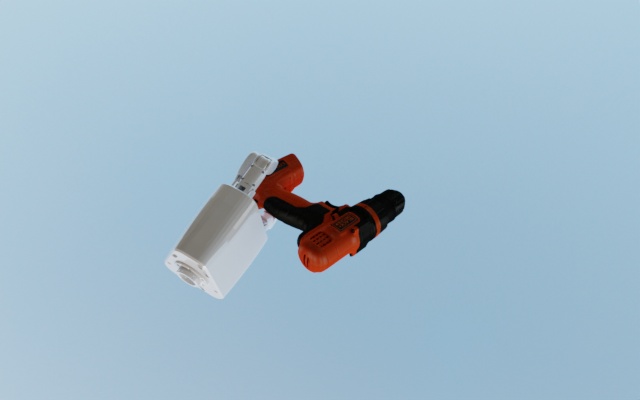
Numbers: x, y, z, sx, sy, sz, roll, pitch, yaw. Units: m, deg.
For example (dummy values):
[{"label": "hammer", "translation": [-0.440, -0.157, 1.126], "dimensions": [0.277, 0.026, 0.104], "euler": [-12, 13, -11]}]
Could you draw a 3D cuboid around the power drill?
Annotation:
[{"label": "power drill", "translation": [0.000, 0.002, 0.661], "dimensions": [0.187, 0.057, 0.184], "euler": [32, 46, 33]}]
